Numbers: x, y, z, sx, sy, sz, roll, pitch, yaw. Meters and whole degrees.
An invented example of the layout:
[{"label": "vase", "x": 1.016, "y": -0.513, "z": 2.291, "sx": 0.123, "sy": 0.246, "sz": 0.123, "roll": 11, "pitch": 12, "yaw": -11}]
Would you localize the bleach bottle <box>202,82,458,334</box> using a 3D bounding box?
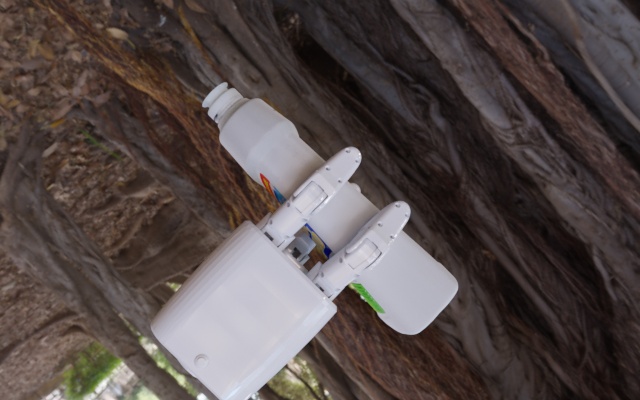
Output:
[{"label": "bleach bottle", "x": 0.000, "y": 0.001, "z": 0.409, "sx": 0.068, "sy": 0.251, "sz": 0.102, "roll": -45, "pitch": 3, "yaw": -7}]
